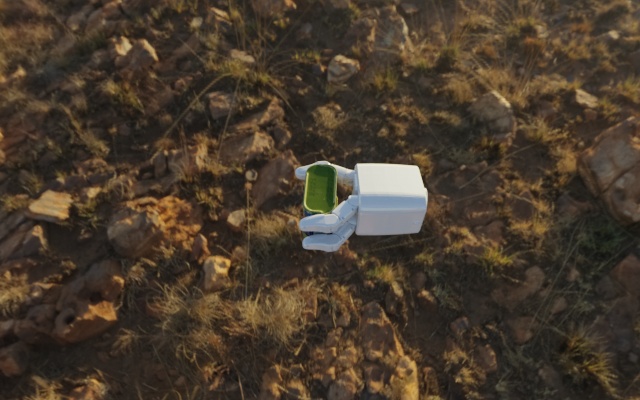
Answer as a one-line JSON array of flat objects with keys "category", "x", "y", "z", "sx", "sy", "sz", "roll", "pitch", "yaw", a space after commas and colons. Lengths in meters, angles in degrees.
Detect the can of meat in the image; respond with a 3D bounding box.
[{"category": "can of meat", "x": 0.000, "y": 0.003, "z": 0.782, "sx": 0.057, "sy": 0.102, "sz": 0.084, "roll": 3, "pitch": -34, "yaw": 1}]
